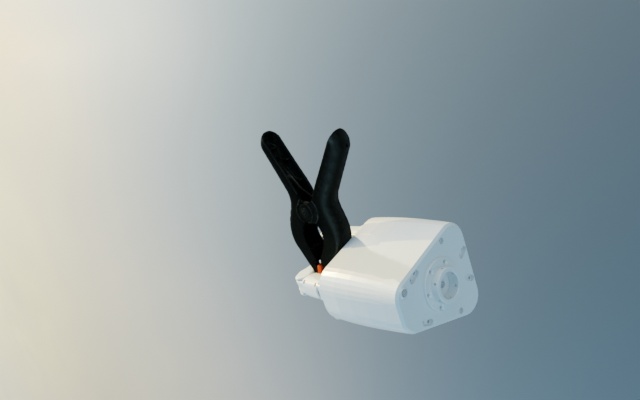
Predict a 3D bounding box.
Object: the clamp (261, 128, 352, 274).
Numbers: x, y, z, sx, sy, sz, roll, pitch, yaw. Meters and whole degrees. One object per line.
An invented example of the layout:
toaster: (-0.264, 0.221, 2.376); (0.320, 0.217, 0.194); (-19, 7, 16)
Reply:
clamp: (0.000, 0.002, 0.500); (0.039, 0.171, 0.120); (-28, 15, -34)
